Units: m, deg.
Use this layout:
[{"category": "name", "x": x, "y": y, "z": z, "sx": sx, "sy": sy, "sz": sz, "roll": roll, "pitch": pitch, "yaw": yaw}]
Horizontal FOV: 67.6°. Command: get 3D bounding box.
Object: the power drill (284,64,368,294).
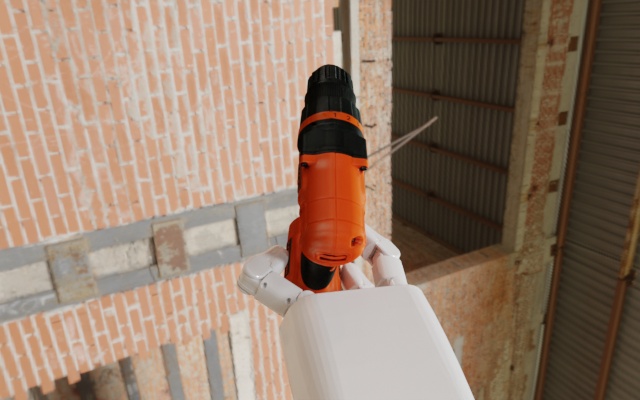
[{"category": "power drill", "x": 0.000, "y": 0.002, "z": 0.421, "sx": 0.057, "sy": 0.184, "sz": 0.188, "roll": 4, "pitch": -35, "yaw": -3}]
